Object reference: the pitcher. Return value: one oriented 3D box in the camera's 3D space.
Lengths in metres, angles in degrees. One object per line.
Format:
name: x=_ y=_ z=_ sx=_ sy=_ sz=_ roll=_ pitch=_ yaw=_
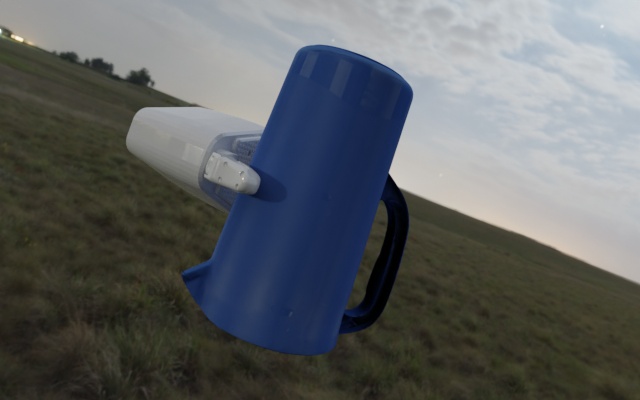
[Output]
pitcher: x=0.000 y=0.001 z=0.423 sx=0.145 sy=0.243 sz=0.149 roll=23 pitch=5 yaw=27
